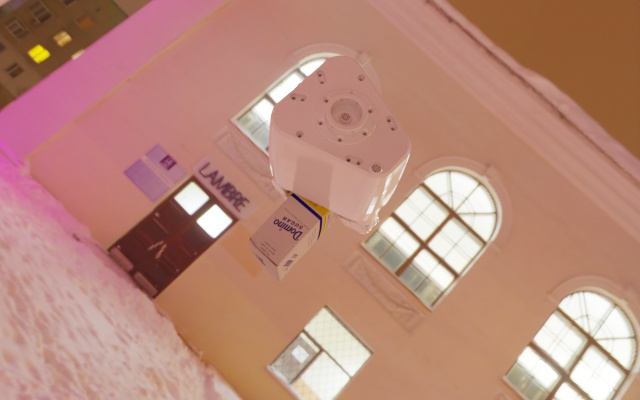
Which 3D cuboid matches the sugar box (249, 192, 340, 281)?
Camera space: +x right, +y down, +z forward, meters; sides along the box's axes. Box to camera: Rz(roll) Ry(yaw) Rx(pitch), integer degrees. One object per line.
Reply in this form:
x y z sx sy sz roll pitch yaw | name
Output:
0.000 0.001 0.508 0.048 0.176 0.093 43 -16 11 | sugar box
